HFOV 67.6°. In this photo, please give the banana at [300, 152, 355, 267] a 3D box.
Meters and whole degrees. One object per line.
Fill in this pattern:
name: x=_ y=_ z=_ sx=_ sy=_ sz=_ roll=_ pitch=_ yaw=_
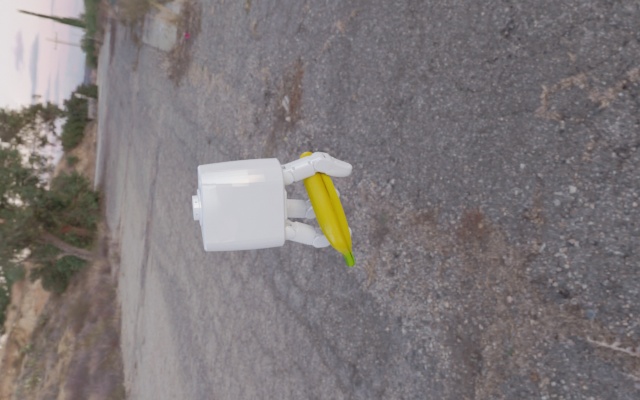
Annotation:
banana: x=0.001 y=-0.005 z=0.656 sx=0.037 sy=0.197 sz=0.070 roll=-15 pitch=-32 yaw=-9
